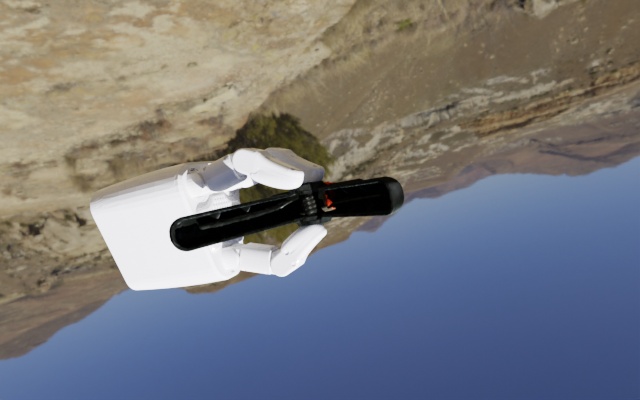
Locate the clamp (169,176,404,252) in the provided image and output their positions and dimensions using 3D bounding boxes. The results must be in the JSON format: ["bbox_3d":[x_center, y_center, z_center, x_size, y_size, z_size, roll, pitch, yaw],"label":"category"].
[{"bbox_3d":[0.000,0.002,0.402,0.164,0.036,0.210,-9,3,19],"label":"clamp"}]
